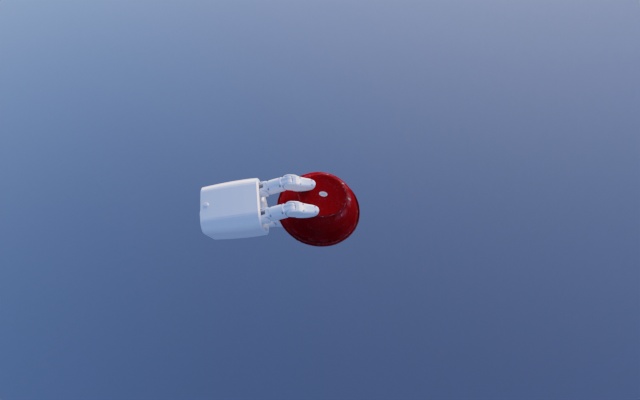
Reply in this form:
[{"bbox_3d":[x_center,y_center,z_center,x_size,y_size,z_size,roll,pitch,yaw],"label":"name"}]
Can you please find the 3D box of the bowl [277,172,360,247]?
[{"bbox_3d":[0.001,0.002,0.897,0.162,0.162,0.055,0,-30,-9],"label":"bowl"}]
